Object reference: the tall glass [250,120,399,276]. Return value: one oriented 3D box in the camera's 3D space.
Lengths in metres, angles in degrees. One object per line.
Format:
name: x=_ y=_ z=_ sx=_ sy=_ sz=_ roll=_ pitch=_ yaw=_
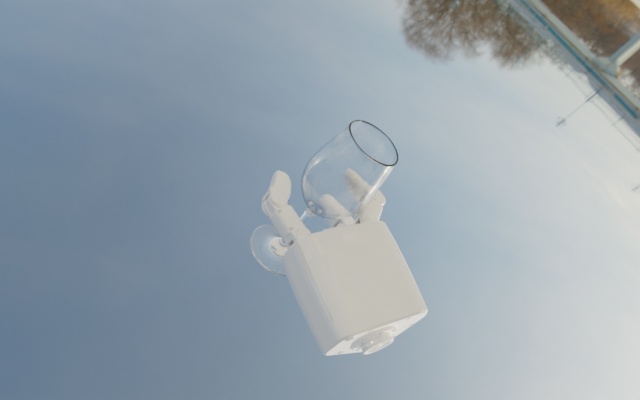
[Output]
tall glass: x=0.000 y=0.002 z=0.533 sx=0.079 sy=0.079 sz=0.201 roll=0 pitch=-37 yaw=-42
